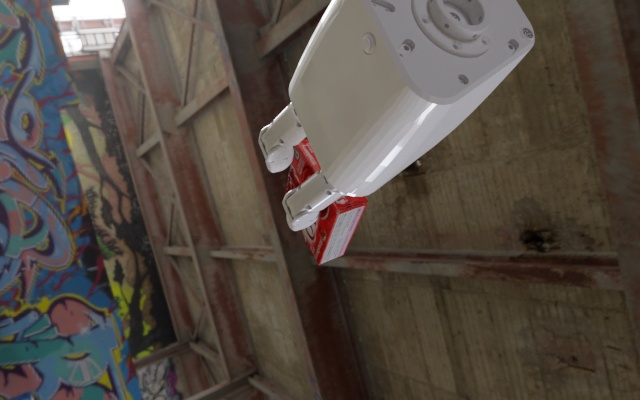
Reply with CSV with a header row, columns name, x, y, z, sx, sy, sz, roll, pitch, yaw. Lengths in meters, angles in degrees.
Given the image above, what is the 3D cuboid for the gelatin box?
name,x,y,z,sx,sy,sz,roll,pitch,yaw
gelatin box,0.000,0.001,0.403,0.030,0.073,0.089,-19,-28,-22
